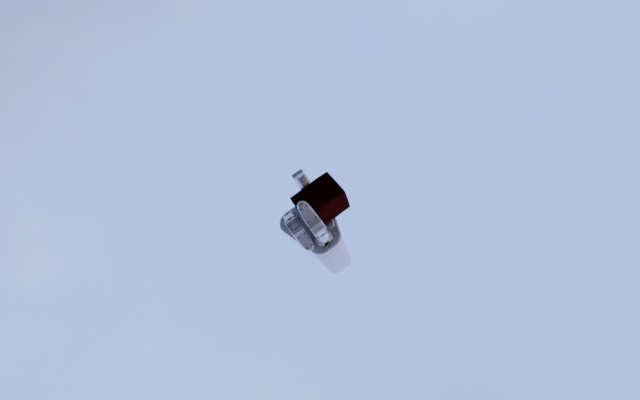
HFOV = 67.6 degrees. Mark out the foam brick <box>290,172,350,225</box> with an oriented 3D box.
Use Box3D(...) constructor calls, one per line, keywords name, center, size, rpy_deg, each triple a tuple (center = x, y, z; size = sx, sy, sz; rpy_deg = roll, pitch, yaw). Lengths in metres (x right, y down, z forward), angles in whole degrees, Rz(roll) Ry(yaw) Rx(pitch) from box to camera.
Box3D(name="foam brick", center=(0.000, 0.002, 0.779), size=(0.078, 0.053, 0.051), rpy_deg=(-35, -33, -4))
